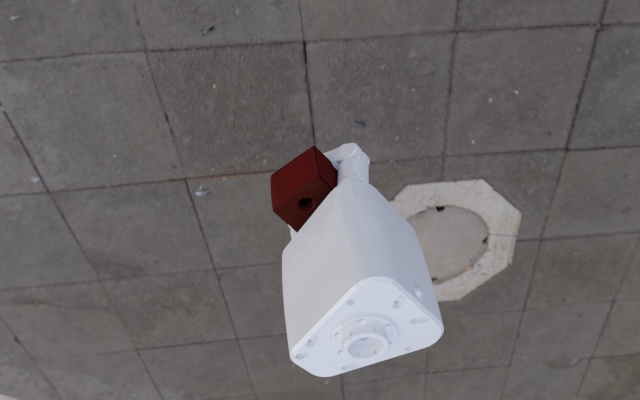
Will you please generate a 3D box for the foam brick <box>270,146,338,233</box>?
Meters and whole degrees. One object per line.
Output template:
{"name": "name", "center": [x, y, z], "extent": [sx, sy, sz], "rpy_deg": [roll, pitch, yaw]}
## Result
{"name": "foam brick", "center": [0.000, 0.001, 0.427], "extent": [0.053, 0.051, 0.078], "rpy_deg": [-35, -58, 20]}
